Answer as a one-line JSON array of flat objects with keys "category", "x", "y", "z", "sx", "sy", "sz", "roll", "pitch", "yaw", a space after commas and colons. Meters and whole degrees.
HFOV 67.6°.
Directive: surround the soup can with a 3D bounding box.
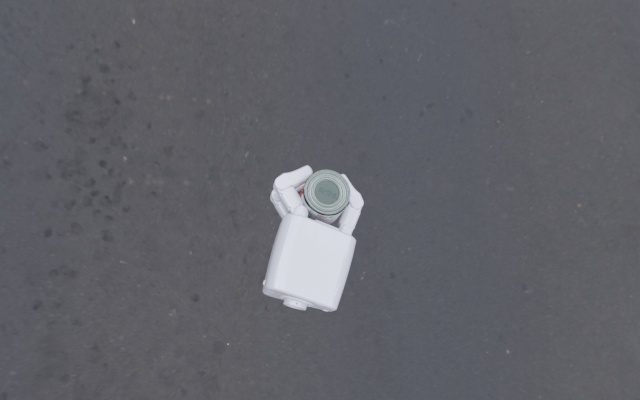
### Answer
[{"category": "soup can", "x": 0.000, "y": 0.002, "z": 0.698, "sx": 0.068, "sy": 0.068, "sz": 0.102, "roll": 0, "pitch": -16, "yaw": -11}]
